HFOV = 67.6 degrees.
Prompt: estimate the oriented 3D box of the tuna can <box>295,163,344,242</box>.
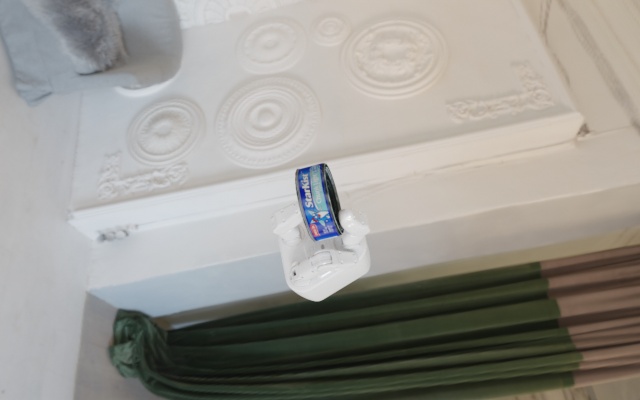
[{"bbox_3d":[0.001,0.002,0.538,0.034,0.086,0.086,-14,-2,9],"label":"tuna can"}]
